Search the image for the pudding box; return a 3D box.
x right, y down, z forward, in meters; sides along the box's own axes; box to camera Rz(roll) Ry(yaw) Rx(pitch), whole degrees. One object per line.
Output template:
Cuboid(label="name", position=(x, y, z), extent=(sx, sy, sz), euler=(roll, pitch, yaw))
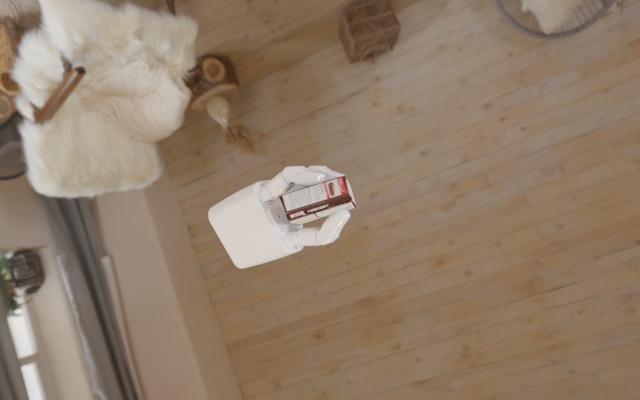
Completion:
Cuboid(label="pudding box", position=(0.000, 0.002, 0.646), extent=(0.090, 0.039, 0.113), euler=(-18, -5, 4))
